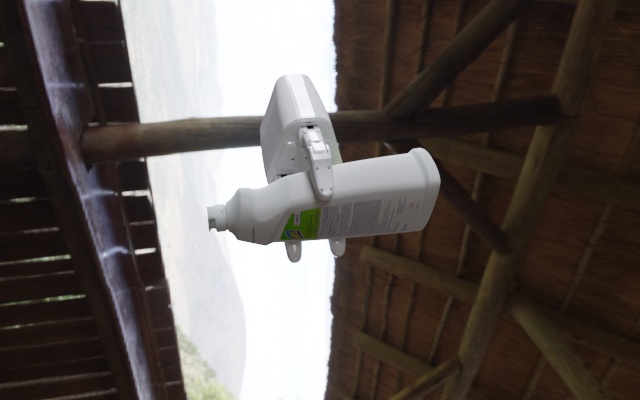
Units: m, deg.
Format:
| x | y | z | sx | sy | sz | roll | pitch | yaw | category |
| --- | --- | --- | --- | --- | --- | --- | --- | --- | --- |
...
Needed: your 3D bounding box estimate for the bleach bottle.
| x | y | z | sx | sy | sz | roll | pitch | yaw | category |
| --- | --- | --- | --- | --- | --- | --- | --- | --- | --- |
| 0.000 | 0.002 | 0.539 | 0.251 | 0.068 | 0.103 | -6 | -43 | -11 | bleach bottle |
